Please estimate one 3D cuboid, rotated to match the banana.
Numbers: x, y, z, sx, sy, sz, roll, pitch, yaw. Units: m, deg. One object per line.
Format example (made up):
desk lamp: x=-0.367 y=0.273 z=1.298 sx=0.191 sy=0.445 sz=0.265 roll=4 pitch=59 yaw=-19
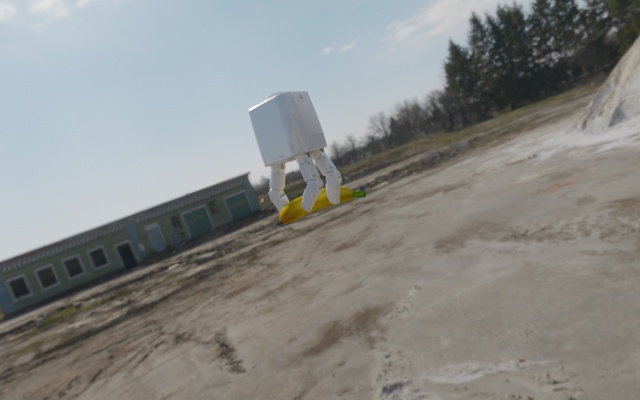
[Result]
banana: x=-0.008 y=0.003 z=0.878 sx=0.198 sy=0.037 sz=0.069 roll=-19 pitch=7 yaw=-37
